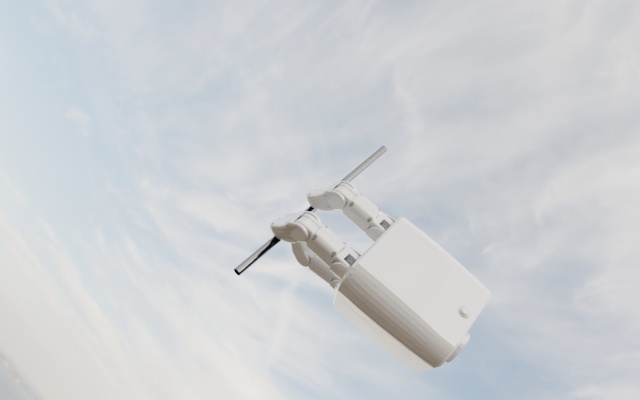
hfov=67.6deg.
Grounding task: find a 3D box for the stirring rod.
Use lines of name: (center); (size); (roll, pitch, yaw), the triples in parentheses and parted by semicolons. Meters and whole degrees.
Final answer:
stirring rod: (0.000, 0.002, 0.501); (0.011, 0.011, 0.239); (0, 32, 48)
